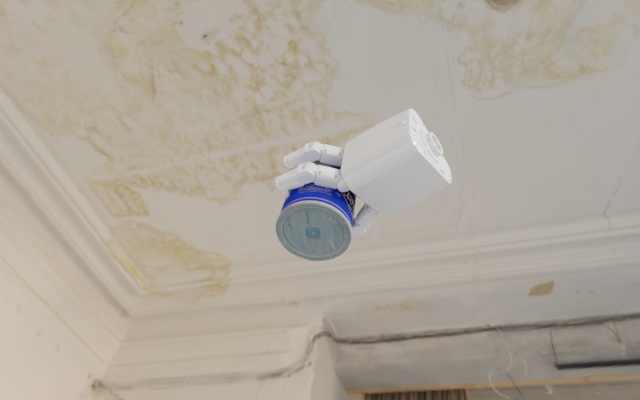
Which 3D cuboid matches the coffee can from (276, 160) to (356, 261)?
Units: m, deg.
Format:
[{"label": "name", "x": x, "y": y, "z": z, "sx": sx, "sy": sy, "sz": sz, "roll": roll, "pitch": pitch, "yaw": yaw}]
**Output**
[{"label": "coffee can", "x": 0.000, "y": 0.002, "z": 0.688, "sx": 0.103, "sy": 0.103, "sz": 0.140, "roll": 0, "pitch": 37, "yaw": 10}]
